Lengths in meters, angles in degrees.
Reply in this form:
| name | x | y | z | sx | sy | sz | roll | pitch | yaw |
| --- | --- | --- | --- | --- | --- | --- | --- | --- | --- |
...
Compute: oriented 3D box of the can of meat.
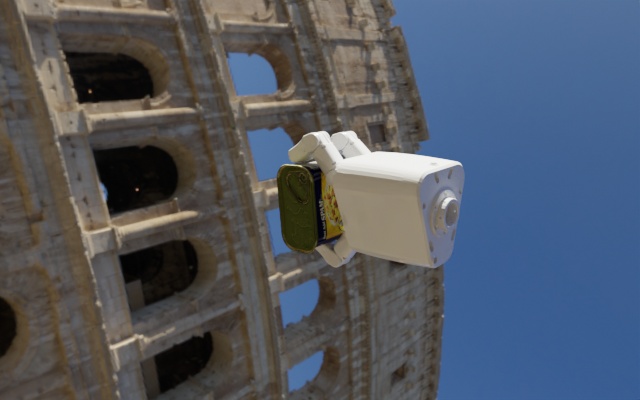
| name | x | y | z | sx | sy | sz | roll | pitch | yaw |
| --- | --- | --- | --- | --- | --- | --- | --- | --- | --- |
| can of meat | 0.000 | 0.002 | 0.570 | 0.057 | 0.102 | 0.084 | 8 | 17 | 43 |
